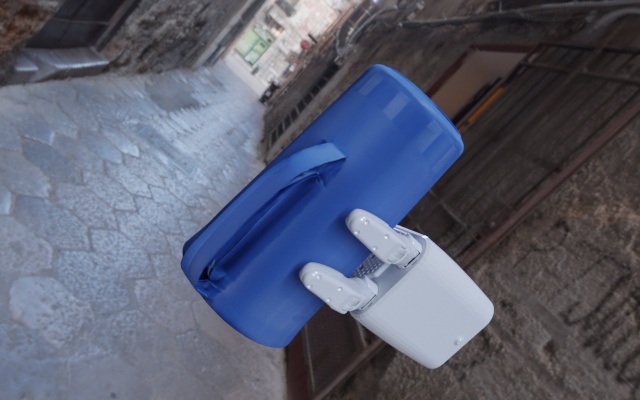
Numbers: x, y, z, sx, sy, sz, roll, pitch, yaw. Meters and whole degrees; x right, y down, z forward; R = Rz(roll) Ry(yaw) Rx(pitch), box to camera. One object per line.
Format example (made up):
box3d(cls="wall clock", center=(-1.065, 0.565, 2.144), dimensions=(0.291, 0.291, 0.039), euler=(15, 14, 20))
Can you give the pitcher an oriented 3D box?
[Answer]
box3d(cls="pitcher", center=(0.000, 0.001, 0.415), dimensions=(0.145, 0.243, 0.149), euler=(41, 10, -21))
